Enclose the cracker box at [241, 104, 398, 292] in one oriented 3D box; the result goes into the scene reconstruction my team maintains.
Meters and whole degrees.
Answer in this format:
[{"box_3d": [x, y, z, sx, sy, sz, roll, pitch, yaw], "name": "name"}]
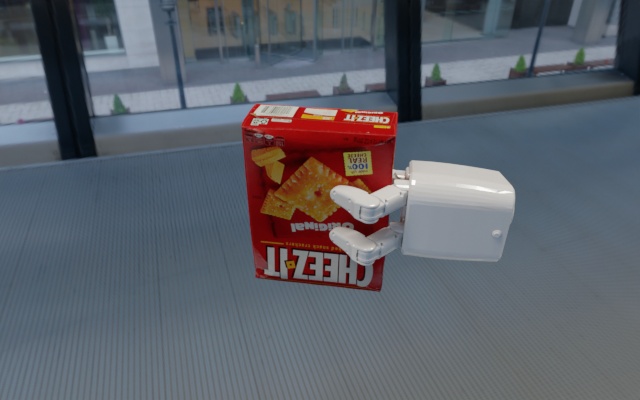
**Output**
[{"box_3d": [0.000, 0.002, 0.561, 0.164, 0.214, 0.072, 5, 33, 8], "name": "cracker box"}]
